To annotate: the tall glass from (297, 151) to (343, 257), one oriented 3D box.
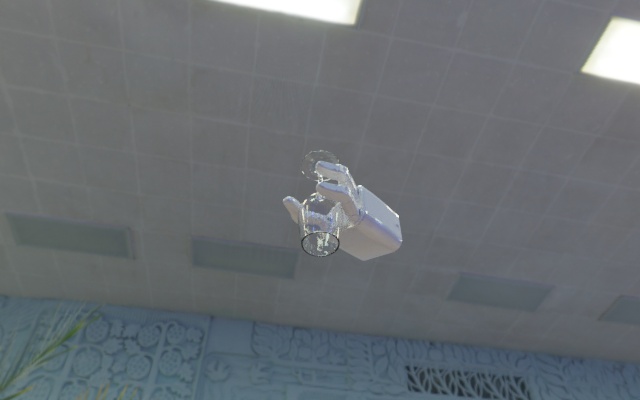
[{"bbox_3d":[0.000,0.002,0.839,0.079,0.079,0.200,0,43,0],"label":"tall glass"}]
